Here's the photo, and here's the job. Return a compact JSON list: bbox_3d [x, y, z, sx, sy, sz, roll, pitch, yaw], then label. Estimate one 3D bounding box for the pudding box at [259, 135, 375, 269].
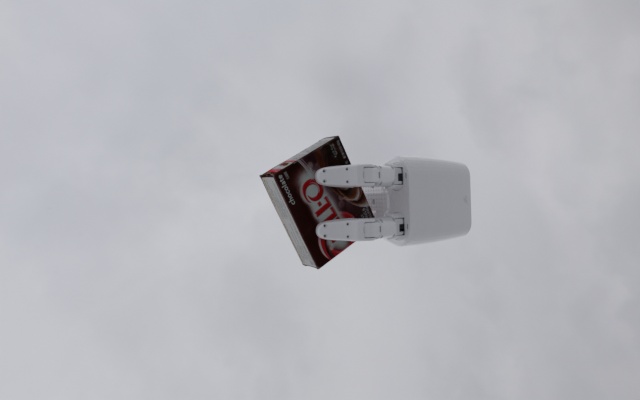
[{"bbox_3d":[0.000,0.002,0.505,0.090,0.113,0.039,-34,16,-29],"label":"pudding box"}]
